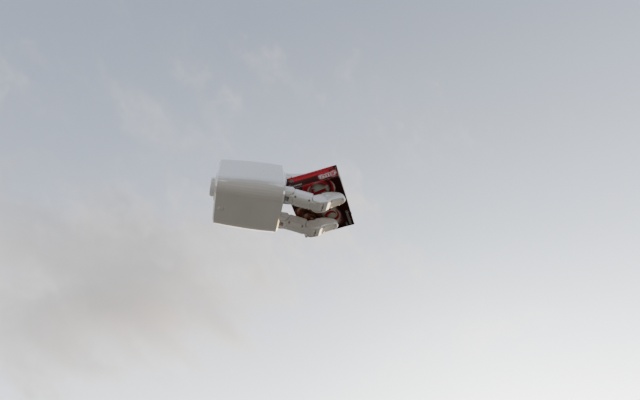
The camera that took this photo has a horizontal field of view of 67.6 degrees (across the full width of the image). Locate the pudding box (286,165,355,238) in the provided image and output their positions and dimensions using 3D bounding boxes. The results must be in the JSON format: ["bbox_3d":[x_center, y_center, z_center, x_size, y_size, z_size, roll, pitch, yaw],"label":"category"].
[{"bbox_3d":[0.000,0.003,0.802,0.090,0.114,0.039,-15,41,7],"label":"pudding box"}]
